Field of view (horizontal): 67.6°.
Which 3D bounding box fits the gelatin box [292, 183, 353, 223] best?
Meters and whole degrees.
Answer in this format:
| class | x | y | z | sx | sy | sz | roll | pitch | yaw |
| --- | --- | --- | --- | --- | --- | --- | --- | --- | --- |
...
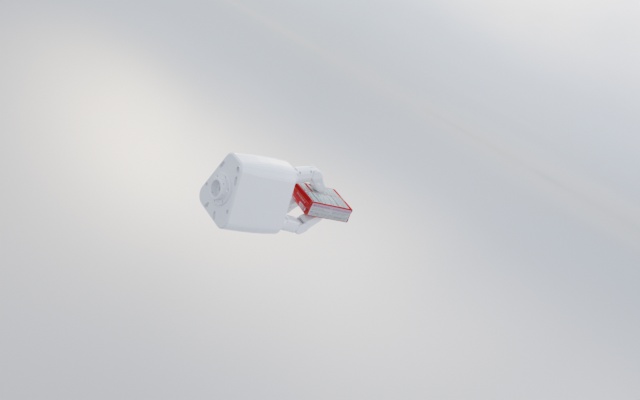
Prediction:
| class | x | y | z | sx | sy | sz | roll | pitch | yaw |
| --- | --- | --- | --- | --- | --- | --- | --- | --- | --- |
| gelatin box | 0.001 | 0.002 | 0.819 | 0.089 | 0.030 | 0.073 | 11 | 24 | -33 |
